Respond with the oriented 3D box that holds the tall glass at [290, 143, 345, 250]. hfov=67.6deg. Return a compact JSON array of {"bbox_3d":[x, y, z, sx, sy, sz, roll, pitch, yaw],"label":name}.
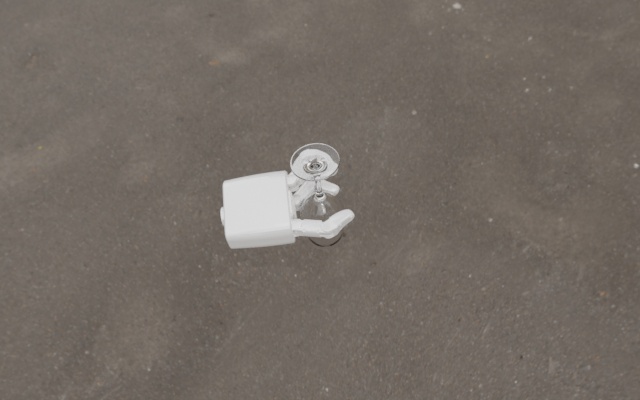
[{"bbox_3d":[0.000,0.002,0.781,0.079,0.079,0.201,0,-37,7],"label":"tall glass"}]
